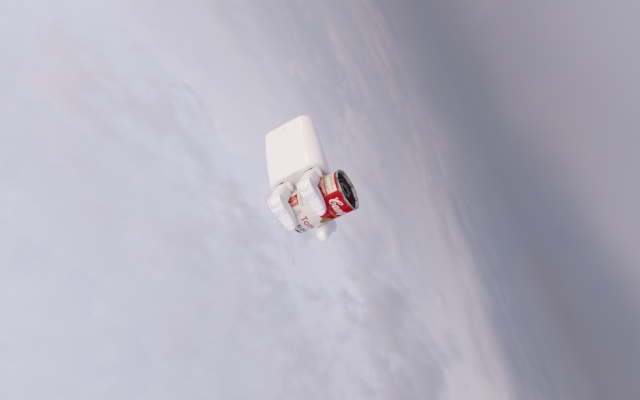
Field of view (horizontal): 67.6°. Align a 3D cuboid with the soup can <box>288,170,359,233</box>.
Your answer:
[{"bbox_3d":[0.000,0.003,0.755,0.102,0.068,0.068,-25,-9,20],"label":"soup can"}]
